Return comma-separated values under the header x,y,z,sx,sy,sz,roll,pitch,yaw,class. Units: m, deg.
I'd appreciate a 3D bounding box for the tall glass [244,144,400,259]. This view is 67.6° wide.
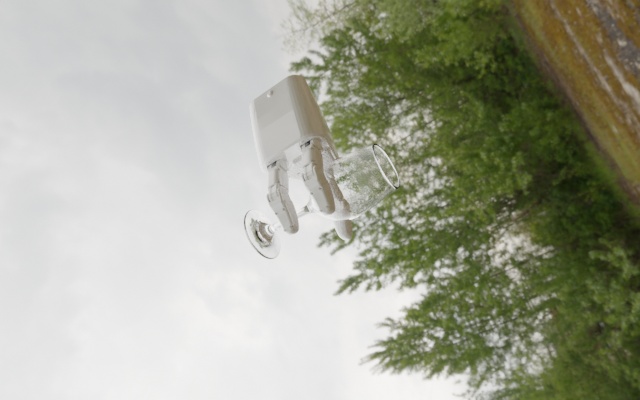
x,y,z,sx,sy,sz,roll,pitch,yaw,class
0.000,0.002,0.615,0.201,0.079,0.079,-28,-12,24,tall glass
